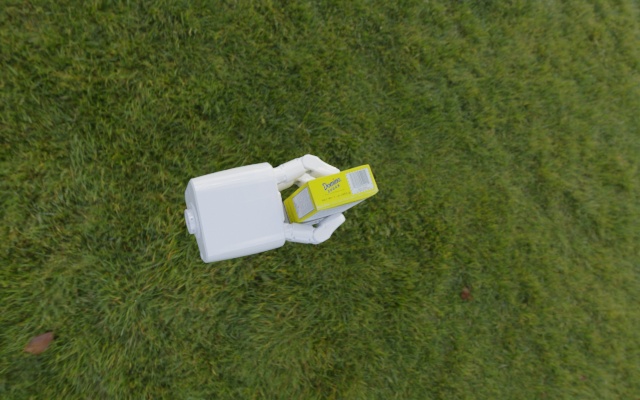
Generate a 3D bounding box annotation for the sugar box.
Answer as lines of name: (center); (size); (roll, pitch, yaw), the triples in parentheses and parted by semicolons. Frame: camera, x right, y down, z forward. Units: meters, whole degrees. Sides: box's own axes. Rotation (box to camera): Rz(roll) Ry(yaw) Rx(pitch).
sugar box: (0.000, 0.002, 0.678); (0.093, 0.048, 0.176); (-15, -5, -24)
